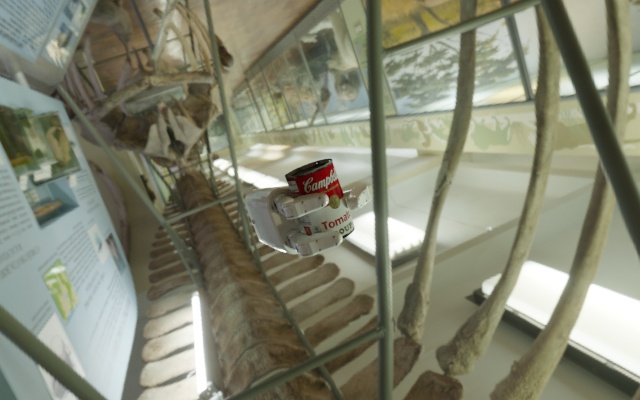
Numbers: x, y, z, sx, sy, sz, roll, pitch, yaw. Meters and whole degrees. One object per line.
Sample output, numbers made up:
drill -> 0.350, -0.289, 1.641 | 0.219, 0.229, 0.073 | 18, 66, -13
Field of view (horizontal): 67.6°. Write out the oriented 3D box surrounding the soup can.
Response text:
soup can -> 0.001, 0.002, 0.650 | 0.068, 0.102, 0.068 | -19, 13, 4
